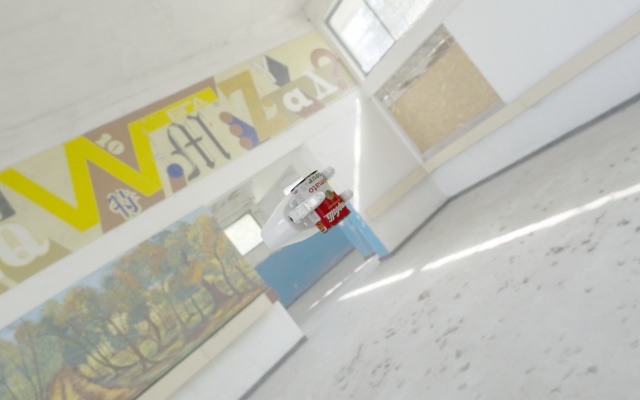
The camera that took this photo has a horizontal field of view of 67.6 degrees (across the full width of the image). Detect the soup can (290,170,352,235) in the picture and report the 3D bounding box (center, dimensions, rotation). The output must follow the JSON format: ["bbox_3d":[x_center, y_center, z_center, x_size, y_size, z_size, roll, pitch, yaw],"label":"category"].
[{"bbox_3d":[0.000,0.002,0.880,0.068,0.102,0.068,-38,-1,-1],"label":"soup can"}]
